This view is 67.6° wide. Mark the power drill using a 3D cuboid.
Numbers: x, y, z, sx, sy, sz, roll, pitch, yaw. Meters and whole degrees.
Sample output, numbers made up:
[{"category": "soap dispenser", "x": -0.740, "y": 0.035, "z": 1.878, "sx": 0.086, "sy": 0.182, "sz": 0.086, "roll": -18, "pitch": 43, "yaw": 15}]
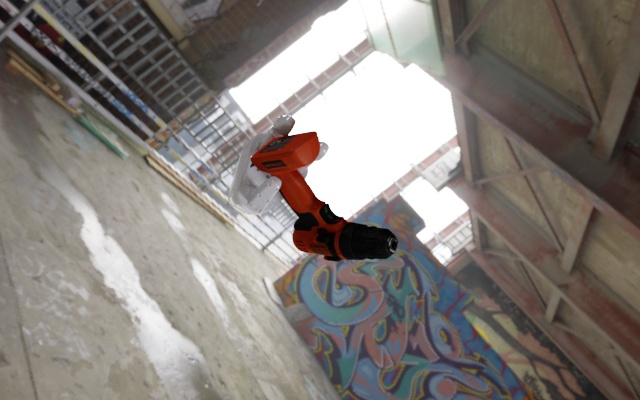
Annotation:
[{"category": "power drill", "x": 0.000, "y": 0.002, "z": 0.636, "sx": 0.184, "sy": 0.188, "sz": 0.057, "roll": -2, "pitch": 34, "yaw": 46}]
